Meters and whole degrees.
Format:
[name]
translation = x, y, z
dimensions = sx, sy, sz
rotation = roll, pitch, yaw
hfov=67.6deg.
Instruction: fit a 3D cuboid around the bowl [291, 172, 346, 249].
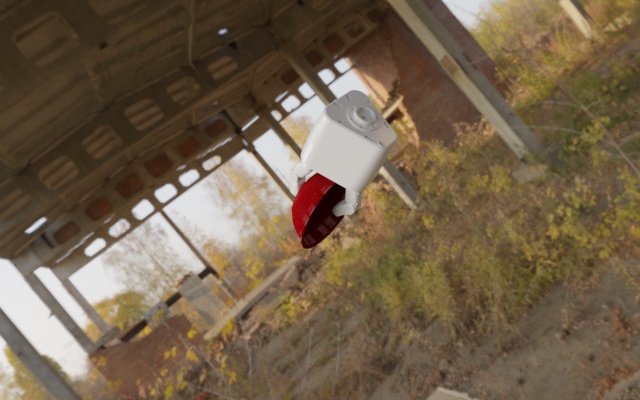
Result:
[bowl]
translation = -0.001, 0.003, 0.824
dimensions = 0.055, 0.162, 0.162
rotation = 35, 13, 20
